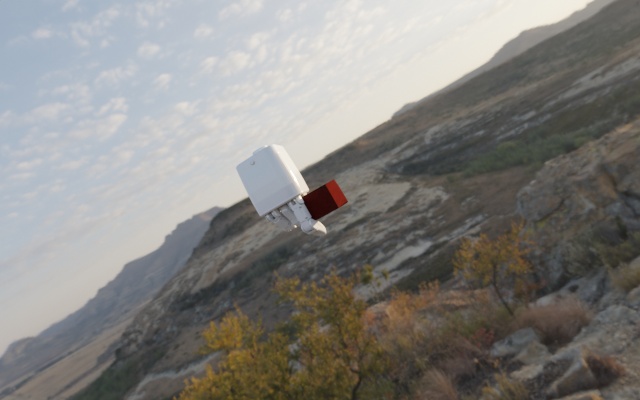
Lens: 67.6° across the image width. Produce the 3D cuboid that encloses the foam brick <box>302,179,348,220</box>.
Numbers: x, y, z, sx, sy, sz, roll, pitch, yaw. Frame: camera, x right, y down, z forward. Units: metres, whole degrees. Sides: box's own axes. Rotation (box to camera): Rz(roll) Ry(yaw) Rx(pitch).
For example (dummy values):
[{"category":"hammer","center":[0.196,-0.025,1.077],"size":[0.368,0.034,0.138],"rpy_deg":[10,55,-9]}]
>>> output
[{"category":"foam brick","center":[0.000,0.003,0.889],"size":[0.078,0.051,0.053],"rpy_deg":[-29,0,25]}]
